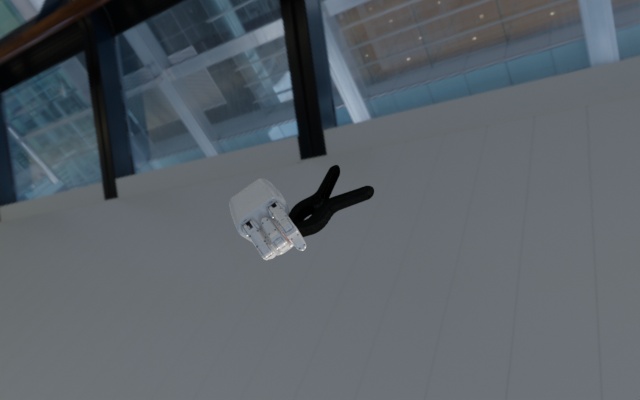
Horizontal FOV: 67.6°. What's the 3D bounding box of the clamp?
[{"bbox_3d":[0.000,0.003,0.852,0.171,0.039,0.120,-32,34,-6],"label":"clamp"}]
